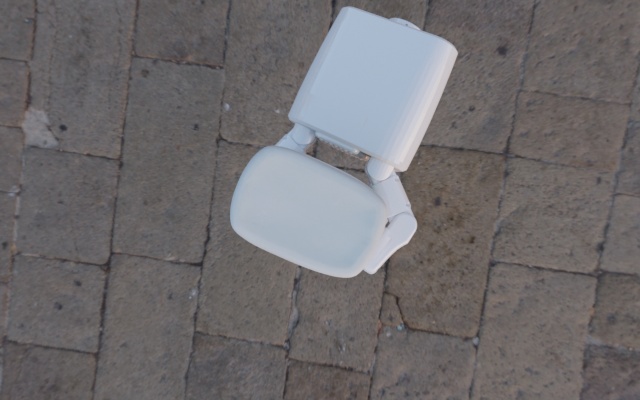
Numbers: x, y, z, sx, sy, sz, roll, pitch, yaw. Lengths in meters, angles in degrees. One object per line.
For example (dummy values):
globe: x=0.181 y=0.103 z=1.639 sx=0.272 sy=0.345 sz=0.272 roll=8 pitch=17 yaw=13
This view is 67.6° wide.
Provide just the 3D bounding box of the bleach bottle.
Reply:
bleach bottle: x=0.000 y=0.001 z=0.425 sx=0.102 sy=0.068 sz=0.251 roll=25 pitch=5 yaw=1
